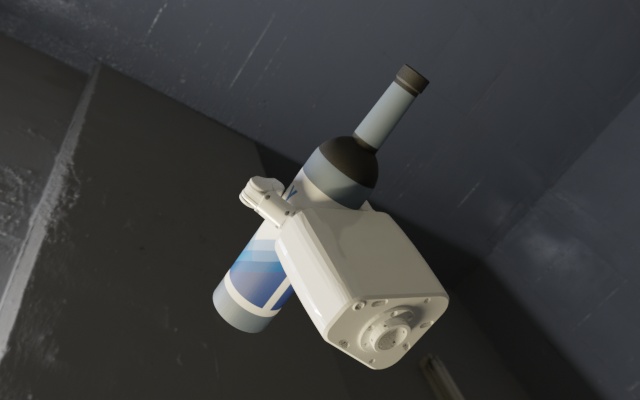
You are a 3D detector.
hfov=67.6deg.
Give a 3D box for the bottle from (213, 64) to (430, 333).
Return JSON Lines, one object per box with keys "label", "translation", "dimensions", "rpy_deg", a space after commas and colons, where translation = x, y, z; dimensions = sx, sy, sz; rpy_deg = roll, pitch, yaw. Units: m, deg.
{"label": "bottle", "translation": [0.000, 0.002, 0.458], "dimensions": [0.069, 0.296, 0.069], "rpy_deg": [33, 18, -12]}
